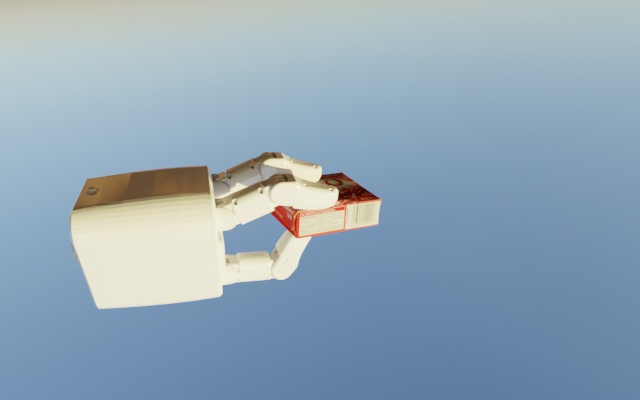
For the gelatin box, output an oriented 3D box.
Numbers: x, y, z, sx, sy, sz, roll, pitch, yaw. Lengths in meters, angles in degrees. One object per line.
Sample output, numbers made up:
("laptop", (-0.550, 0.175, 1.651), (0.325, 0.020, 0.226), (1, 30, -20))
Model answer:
("gelatin box", (0.000, 0.002, 0.449), (0.089, 0.030, 0.073), (-8, 26, -27))
